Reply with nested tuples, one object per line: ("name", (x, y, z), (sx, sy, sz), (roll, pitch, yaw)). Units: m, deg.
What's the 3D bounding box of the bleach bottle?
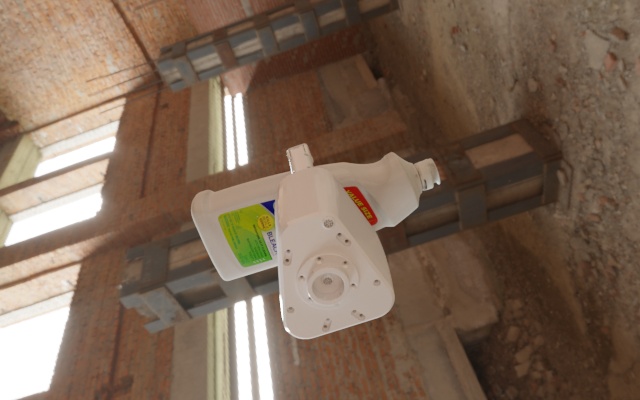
("bleach bottle", (0.000, 0.002, 0.509), (0.251, 0.103, 0.068), (-19, 20, 4))
